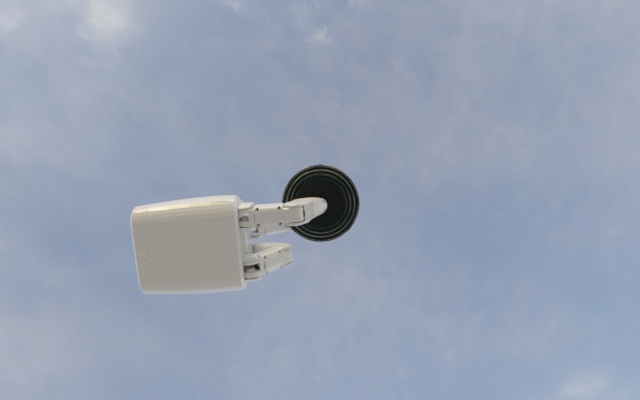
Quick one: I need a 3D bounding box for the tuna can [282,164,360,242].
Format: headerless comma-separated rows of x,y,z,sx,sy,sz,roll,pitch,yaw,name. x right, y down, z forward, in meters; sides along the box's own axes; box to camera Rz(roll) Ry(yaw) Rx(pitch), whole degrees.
0.000,0.002,0.542,0.086,0.086,0.033,0,7,0,tuna can
